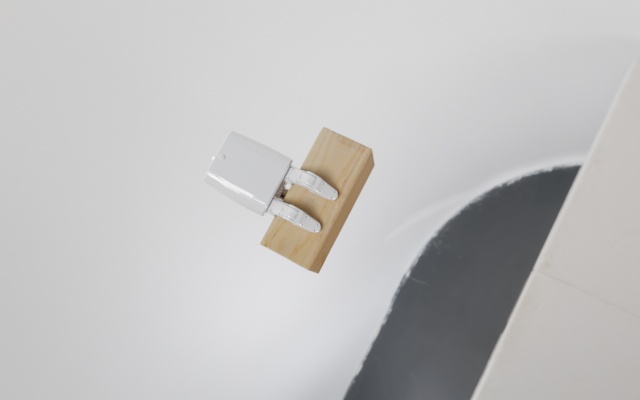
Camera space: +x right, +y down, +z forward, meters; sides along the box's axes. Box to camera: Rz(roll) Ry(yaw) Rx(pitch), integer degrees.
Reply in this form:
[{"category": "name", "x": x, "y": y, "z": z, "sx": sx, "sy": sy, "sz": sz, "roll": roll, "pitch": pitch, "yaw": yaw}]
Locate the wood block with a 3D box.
[{"category": "wood block", "x": 0.000, "y": 0.002, "z": 0.761, "sx": 0.090, "sy": 0.206, "sz": 0.091, "roll": 27, "pitch": -6, "yaw": 13}]
